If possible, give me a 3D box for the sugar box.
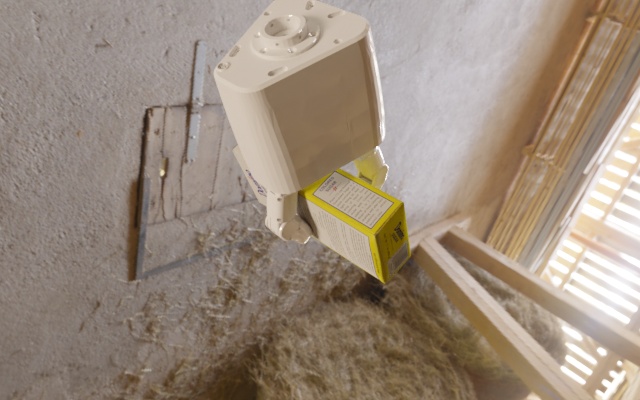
[{"bbox_3d":[0.000,0.001,0.455,0.176,0.048,0.093,34,-22,31],"label":"sugar box"}]
